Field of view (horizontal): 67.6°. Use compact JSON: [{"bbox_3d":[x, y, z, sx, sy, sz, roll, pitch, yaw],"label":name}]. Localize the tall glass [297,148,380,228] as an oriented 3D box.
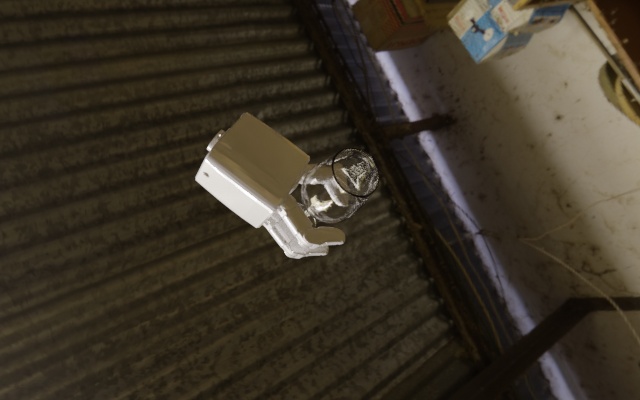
[{"bbox_3d":[0.000,0.002,0.624,0.079,0.079,0.201,0,-20,-26],"label":"tall glass"}]
